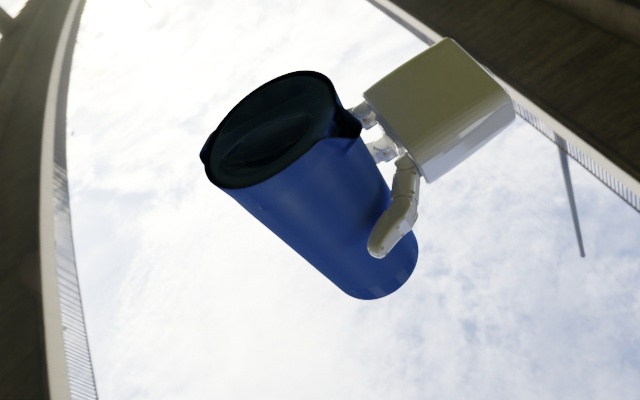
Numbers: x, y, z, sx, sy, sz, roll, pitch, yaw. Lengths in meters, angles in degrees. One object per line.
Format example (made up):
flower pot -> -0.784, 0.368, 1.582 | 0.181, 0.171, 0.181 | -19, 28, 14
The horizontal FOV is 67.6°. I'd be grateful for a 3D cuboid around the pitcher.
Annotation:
pitcher -> 0.000, 0.002, 0.484 | 0.243, 0.145, 0.149 | 50, 4, -42
